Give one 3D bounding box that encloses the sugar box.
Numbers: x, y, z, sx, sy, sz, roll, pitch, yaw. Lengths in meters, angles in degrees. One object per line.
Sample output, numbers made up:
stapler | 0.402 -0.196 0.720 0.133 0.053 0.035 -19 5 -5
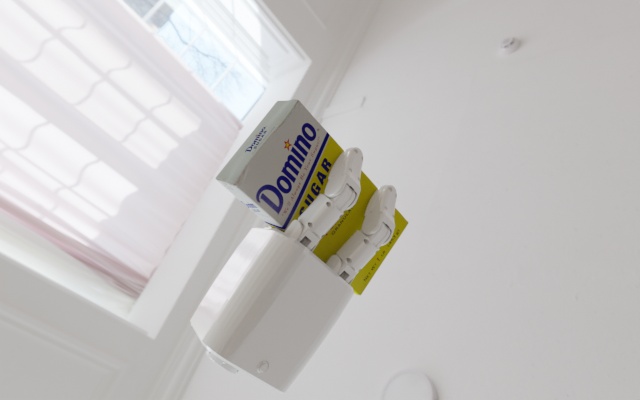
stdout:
sugar box | 0.000 0.002 0.441 0.176 0.093 0.048 44 -17 -33
